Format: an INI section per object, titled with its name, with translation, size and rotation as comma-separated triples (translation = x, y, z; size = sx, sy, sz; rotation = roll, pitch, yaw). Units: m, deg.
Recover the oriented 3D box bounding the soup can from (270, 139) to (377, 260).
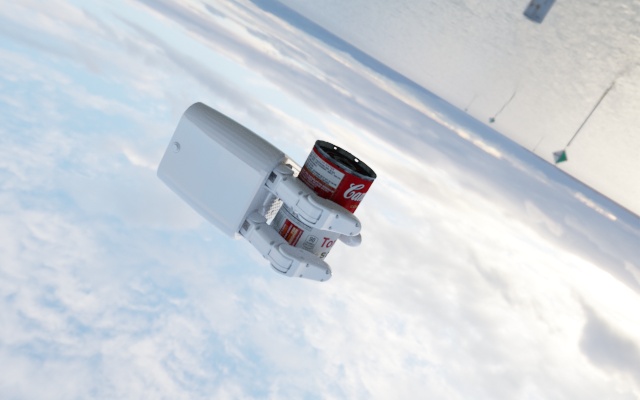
[soup can]
translation = 0.000, 0.002, 0.466
size = 0.068, 0.102, 0.068
rotation = 28, 17, -10
